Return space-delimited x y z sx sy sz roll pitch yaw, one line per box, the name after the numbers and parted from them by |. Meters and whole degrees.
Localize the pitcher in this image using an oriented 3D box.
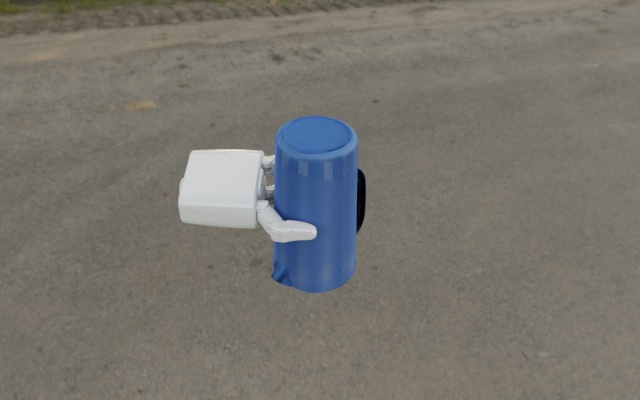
0.000 0.002 0.694 0.145 0.243 0.149 3 39 1 | pitcher
